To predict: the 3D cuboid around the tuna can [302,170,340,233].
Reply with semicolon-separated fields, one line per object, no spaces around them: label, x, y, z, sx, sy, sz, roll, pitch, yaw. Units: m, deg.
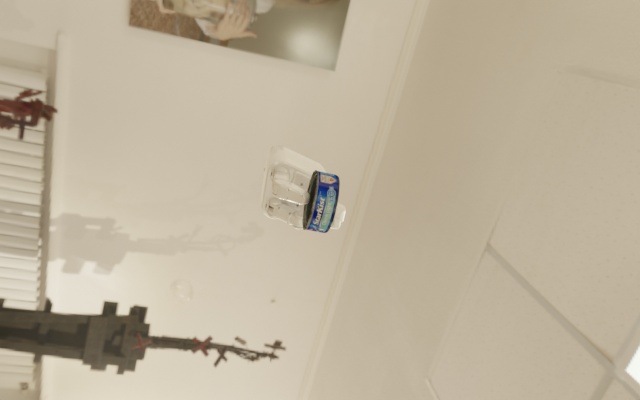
tuna can;0.001;0.002;0.672;0.034;0.086;0.086;11;-2;-9
